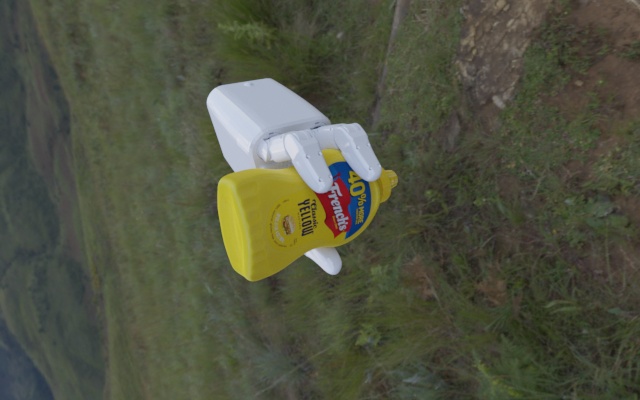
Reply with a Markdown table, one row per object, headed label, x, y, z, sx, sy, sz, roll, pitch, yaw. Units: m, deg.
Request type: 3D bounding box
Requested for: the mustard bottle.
| label | x | y | z | sx | sy | sz | roll | pitch | yaw |
| --- | --- | --- | --- | --- | --- | --- | --- | --- | --- |
| mustard bottle | 0.000 | 0.002 | 0.462 | 0.191 | 0.096 | 0.058 | -19 | 21 | -32 |
